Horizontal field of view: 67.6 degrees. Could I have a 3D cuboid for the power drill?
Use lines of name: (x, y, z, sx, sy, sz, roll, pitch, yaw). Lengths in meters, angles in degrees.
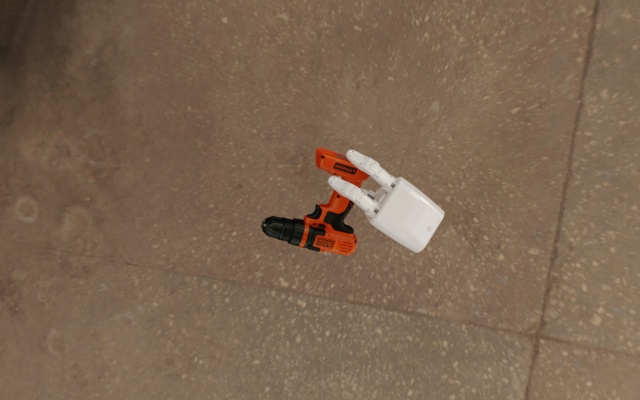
power drill: (0.001, 0.003, 0.875, 0.184, 0.188, 0.057, 14, 18, -17)
